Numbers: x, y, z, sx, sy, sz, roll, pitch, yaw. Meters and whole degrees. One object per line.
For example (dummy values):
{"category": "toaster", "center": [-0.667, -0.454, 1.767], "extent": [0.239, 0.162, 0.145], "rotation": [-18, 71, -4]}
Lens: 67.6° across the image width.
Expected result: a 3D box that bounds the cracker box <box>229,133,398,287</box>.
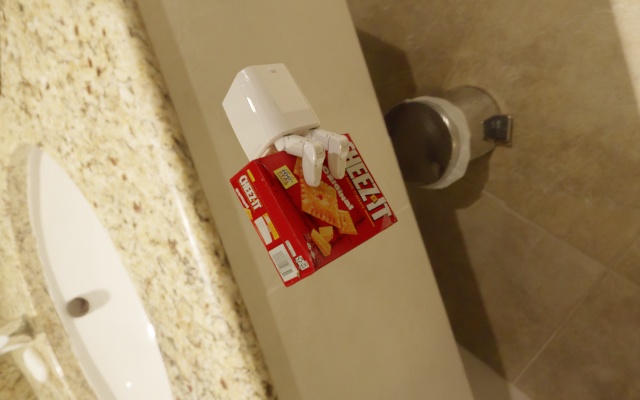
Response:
{"category": "cracker box", "center": [0.000, 0.002, 0.683], "extent": [0.072, 0.164, 0.213], "rotation": [-33, -6, 42]}
